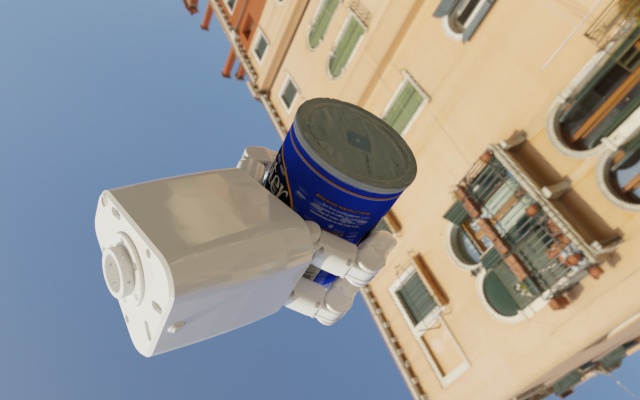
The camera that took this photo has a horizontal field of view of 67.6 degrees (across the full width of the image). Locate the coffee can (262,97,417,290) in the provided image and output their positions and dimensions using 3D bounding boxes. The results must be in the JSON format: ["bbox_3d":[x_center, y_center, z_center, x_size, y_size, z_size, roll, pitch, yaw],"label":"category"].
[{"bbox_3d":[0.000,0.001,0.400,0.103,0.102,0.140,0,-43,-35],"label":"coffee can"}]
